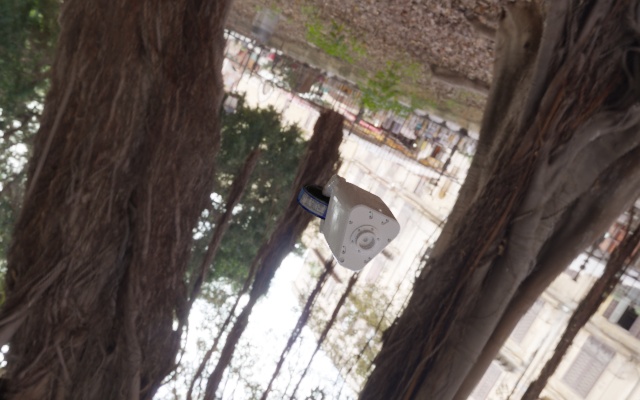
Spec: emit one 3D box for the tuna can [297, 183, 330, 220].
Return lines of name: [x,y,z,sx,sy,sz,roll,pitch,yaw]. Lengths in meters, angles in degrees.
tuna can: [0.000,0.003,0.894,0.086,0.034,0.086,25,17,-8]
